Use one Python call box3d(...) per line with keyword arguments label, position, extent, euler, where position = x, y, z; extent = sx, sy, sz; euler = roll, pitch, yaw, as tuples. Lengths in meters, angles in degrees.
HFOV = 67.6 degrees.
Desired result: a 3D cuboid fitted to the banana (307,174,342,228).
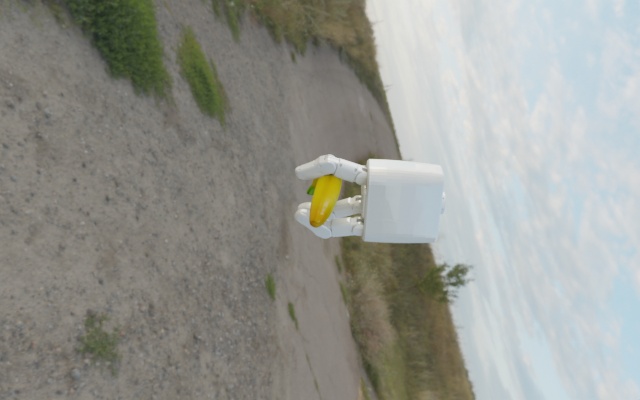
box3d(label="banana", position=(0.007, -0.015, 0.697), extent=(0.037, 0.069, 0.197), euler=(22, 12, -6))
